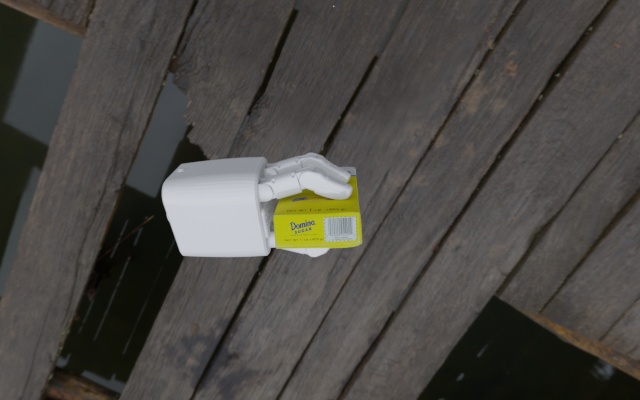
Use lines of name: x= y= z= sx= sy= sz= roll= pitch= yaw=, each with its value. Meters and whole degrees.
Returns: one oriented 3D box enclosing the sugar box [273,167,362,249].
sugar box: x=0.000 y=0.001 z=0.578 sx=0.093 sy=0.048 sz=0.176 roll=-1 pitch=22 yaw=2
